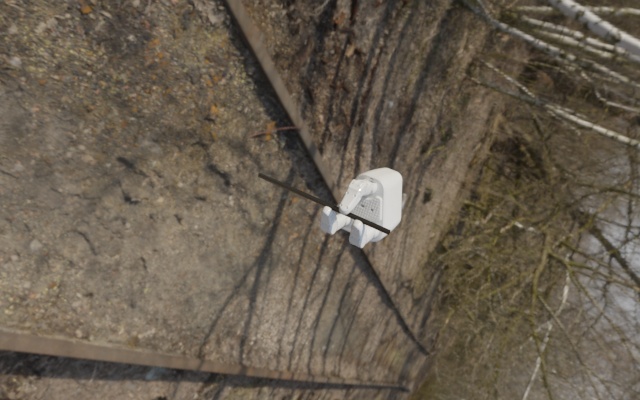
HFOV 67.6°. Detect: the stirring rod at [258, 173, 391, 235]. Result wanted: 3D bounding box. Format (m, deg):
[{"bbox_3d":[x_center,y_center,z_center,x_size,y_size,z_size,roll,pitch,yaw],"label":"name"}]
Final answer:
[{"bbox_3d":[0.000,0.002,0.754,0.239,0.011,0.011,24,9,22],"label":"stirring rod"}]
